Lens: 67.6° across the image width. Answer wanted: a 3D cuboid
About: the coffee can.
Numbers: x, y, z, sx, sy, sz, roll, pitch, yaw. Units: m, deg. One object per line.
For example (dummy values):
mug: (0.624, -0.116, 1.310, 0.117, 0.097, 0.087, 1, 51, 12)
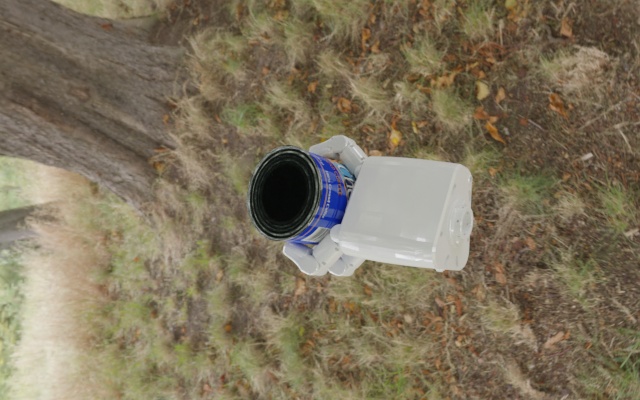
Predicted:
coffee can: (0.000, 0.002, 0.555, 0.103, 0.103, 0.140, 0, -8, 37)
